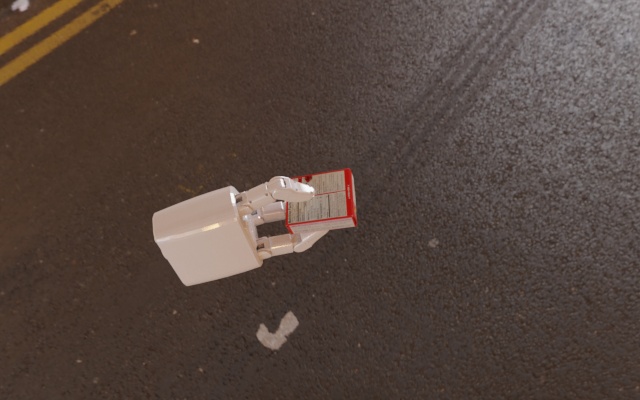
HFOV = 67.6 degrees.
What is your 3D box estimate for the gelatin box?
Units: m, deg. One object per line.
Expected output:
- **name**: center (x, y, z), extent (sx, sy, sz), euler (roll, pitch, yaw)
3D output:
- **gelatin box**: center (0.000, 0.002, 0.617), extent (0.089, 0.073, 0.030), euler (-9, -33, 11)
